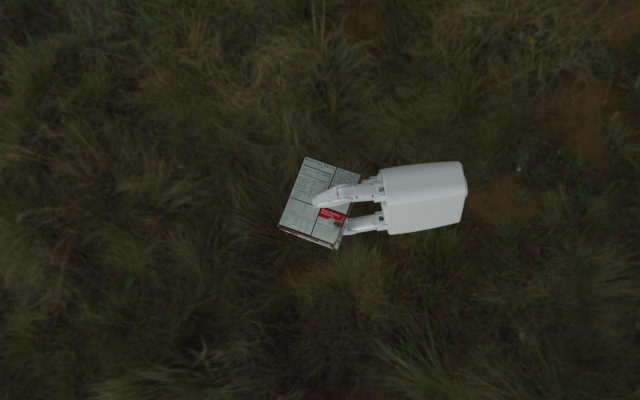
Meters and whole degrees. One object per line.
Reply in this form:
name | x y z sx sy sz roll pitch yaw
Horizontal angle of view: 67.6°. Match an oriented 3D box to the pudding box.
pudding box | 0.000 0.002 0.679 0.090 0.113 0.039 19 -11 10
